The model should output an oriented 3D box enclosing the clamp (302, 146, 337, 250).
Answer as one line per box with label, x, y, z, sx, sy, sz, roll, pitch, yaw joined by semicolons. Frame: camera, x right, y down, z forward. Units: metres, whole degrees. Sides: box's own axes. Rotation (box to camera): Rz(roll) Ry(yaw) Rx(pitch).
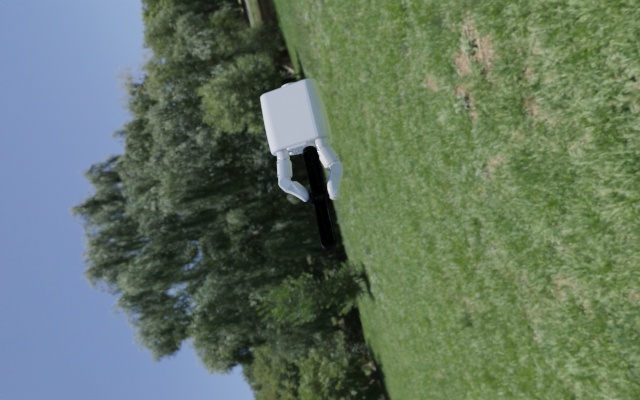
clamp;-0.001;0.003;0.828;0.036;0.164;0.210;-11;-5;0
